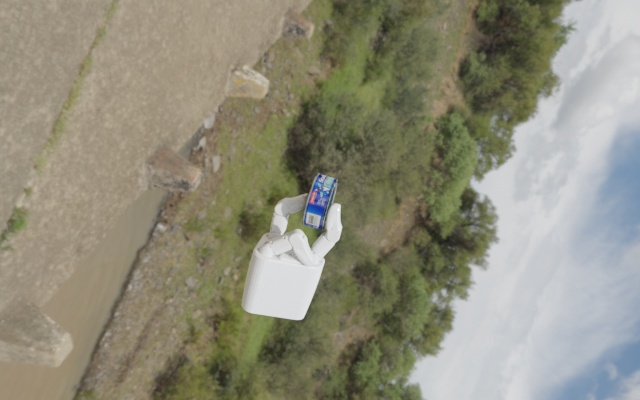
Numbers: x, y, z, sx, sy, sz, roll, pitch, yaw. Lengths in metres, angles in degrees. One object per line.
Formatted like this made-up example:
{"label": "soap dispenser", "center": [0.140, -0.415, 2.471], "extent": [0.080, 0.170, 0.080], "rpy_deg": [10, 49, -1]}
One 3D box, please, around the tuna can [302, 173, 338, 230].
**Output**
{"label": "tuna can", "center": [0.001, 0.003, 0.754], "extent": [0.034, 0.086, 0.086], "rpy_deg": [17, 2, 6]}
